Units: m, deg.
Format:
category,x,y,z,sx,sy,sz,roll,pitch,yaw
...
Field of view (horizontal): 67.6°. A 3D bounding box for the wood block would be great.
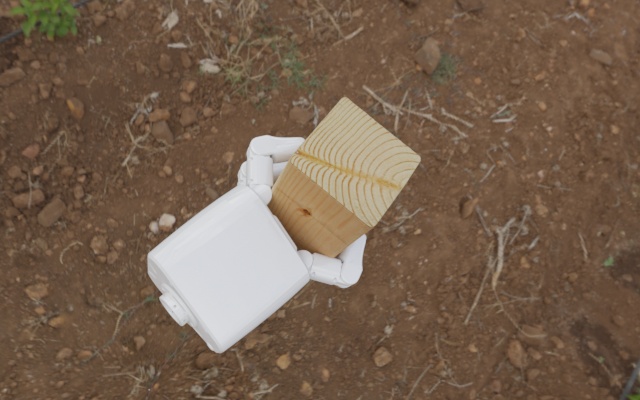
category,x,y,z,sx,sy,sz,roll,pitch,yaw
wood block,0.000,0.002,0.491,0.091,0.090,0.206,39,-28,-2
